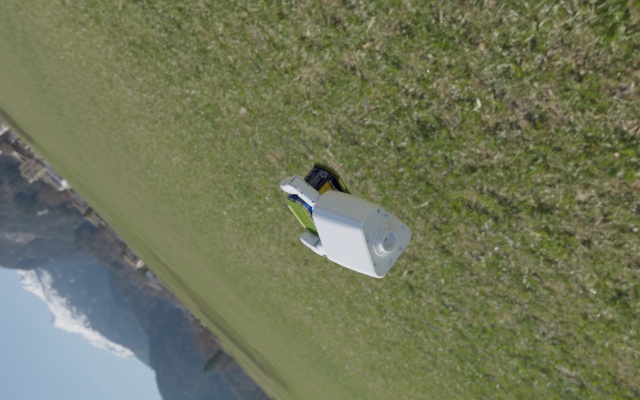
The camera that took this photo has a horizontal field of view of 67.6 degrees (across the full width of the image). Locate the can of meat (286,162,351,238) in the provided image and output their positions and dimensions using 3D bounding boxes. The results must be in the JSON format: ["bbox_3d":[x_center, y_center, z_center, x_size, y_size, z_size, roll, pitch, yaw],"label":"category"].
[{"bbox_3d":[0.000,0.003,0.794,0.057,0.084,0.102,20,-27,46],"label":"can of meat"}]
